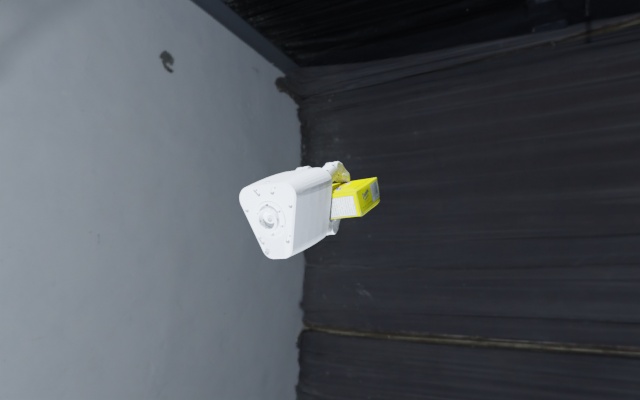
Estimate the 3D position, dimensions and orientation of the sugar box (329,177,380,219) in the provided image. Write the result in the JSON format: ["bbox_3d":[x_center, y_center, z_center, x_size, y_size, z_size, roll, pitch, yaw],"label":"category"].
[{"bbox_3d":[0.000,0.002,0.779,0.176,0.048,0.093,-5,13,28],"label":"sugar box"}]
